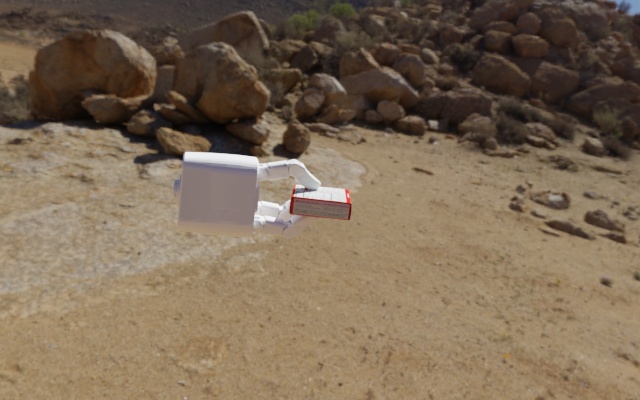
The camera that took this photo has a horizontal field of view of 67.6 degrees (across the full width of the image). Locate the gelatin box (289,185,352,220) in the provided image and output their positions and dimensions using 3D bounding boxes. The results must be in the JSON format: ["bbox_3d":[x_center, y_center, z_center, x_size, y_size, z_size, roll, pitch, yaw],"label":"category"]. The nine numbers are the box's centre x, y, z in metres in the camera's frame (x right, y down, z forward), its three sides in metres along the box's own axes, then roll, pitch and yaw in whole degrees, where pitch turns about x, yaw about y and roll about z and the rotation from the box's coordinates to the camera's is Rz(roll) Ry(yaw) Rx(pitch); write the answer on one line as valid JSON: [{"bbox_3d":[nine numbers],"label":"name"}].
[{"bbox_3d":[0.001,0.002,0.713,0.089,0.030,0.073,5,16,-1],"label":"gelatin box"}]
